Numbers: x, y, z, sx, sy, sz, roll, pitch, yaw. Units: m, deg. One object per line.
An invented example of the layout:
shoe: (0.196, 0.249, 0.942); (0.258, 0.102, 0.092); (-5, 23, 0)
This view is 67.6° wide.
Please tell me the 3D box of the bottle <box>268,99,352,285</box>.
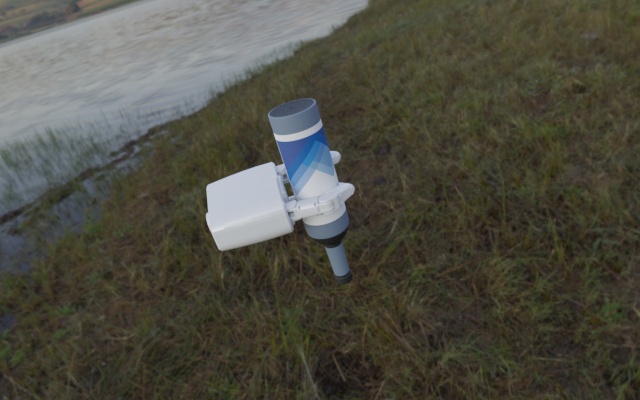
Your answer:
bottle: (0.000, 0.002, 0.700); (0.069, 0.296, 0.069); (-13, 28, 7)
